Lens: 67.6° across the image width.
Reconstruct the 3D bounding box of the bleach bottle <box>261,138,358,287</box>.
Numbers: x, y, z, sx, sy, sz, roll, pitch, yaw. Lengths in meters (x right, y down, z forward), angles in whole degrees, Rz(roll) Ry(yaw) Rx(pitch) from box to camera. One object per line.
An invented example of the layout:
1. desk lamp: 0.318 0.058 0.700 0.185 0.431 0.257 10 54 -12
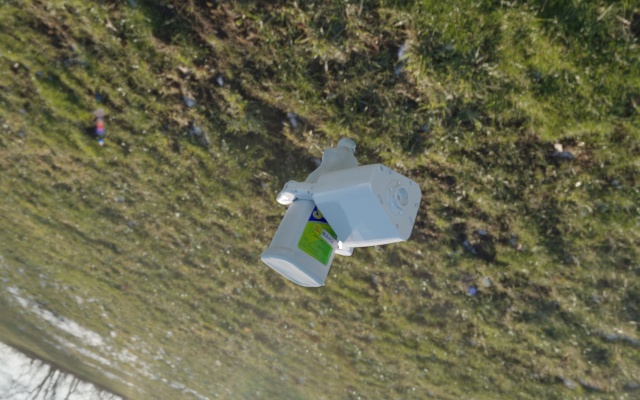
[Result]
1. bleach bottle: 0.000 0.003 0.753 0.068 0.250 0.103 -10 -40 46
